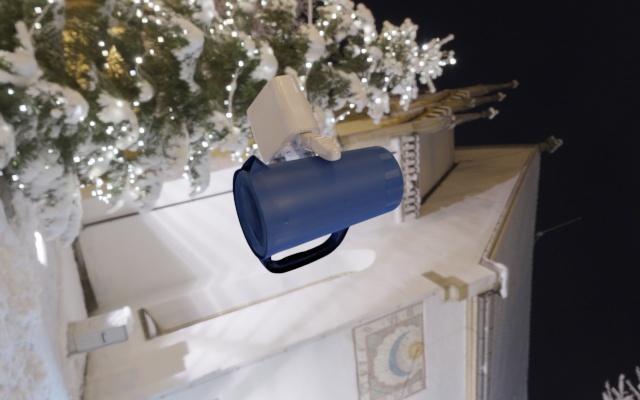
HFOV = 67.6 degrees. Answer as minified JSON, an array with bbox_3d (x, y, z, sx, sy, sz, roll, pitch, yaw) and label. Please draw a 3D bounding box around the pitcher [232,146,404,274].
[{"bbox_3d":[0.000,0.002,0.720,0.243,0.145,0.149,-15,-21,-24],"label":"pitcher"}]
